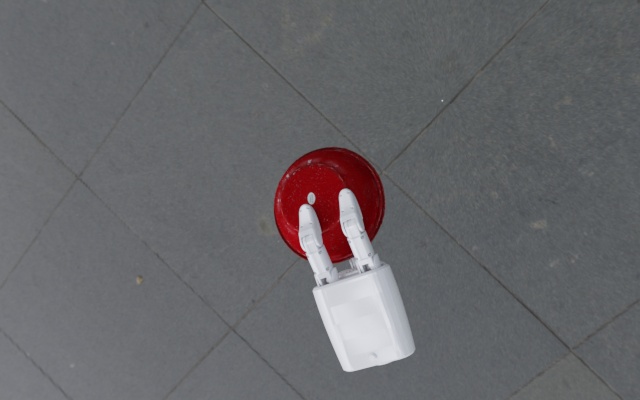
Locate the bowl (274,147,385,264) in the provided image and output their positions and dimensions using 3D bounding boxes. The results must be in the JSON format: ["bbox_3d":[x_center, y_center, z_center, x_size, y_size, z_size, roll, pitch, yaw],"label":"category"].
[{"bbox_3d":[-0.001,0.001,0.627,0.162,0.162,0.055,0,-8,22],"label":"bowl"}]
